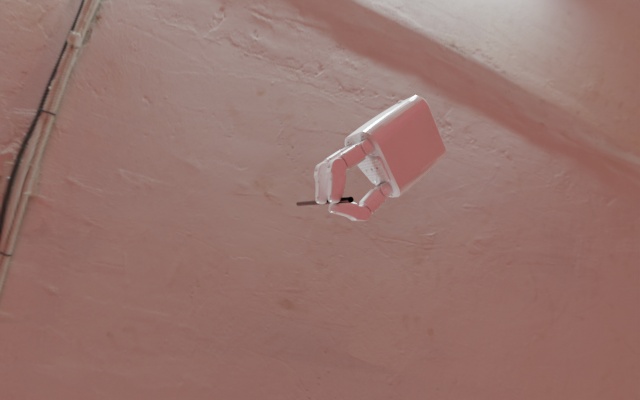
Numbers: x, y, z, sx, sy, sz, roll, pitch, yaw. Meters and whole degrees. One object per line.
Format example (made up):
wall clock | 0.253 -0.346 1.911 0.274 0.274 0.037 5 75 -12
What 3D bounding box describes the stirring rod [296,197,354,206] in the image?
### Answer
stirring rod | 0.000 0.002 0.726 0.011 0.011 0.239 0 -2 -19
